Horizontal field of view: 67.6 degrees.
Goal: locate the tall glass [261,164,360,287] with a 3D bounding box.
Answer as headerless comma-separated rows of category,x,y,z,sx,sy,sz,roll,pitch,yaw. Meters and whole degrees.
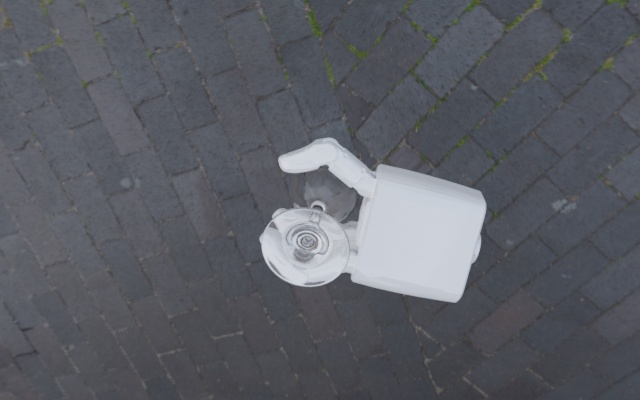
tall glass,0.000,0.002,0.483,0.079,0.079,0.201,0,23,8
